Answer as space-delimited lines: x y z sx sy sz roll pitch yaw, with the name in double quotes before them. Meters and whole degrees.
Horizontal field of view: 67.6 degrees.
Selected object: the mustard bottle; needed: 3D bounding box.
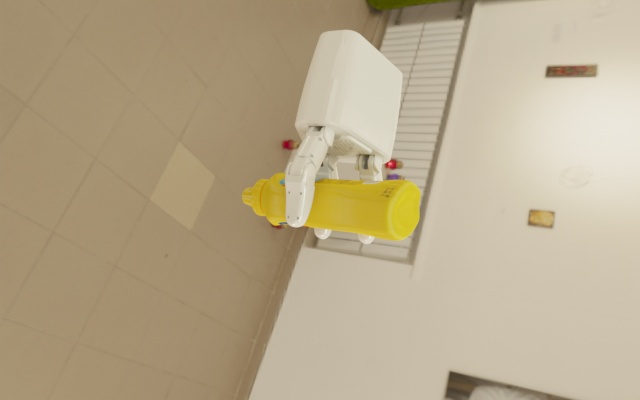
"mustard bottle" 0.000 0.002 0.500 0.191 0.058 0.096 6 10 27
